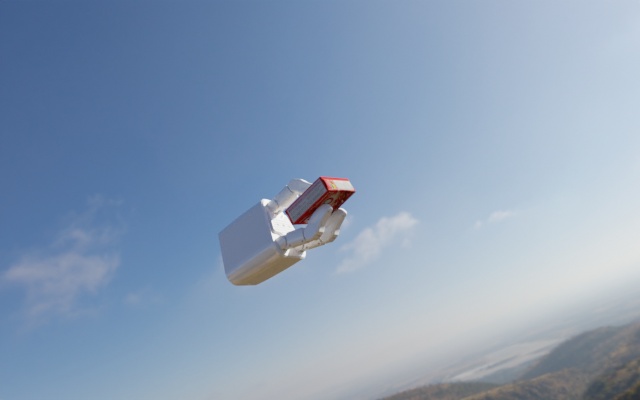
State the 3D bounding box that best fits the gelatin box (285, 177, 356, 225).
[{"bbox_3d":[0.000,0.002,0.738,0.089,0.030,0.073,-44,-26,28],"label":"gelatin box"}]
